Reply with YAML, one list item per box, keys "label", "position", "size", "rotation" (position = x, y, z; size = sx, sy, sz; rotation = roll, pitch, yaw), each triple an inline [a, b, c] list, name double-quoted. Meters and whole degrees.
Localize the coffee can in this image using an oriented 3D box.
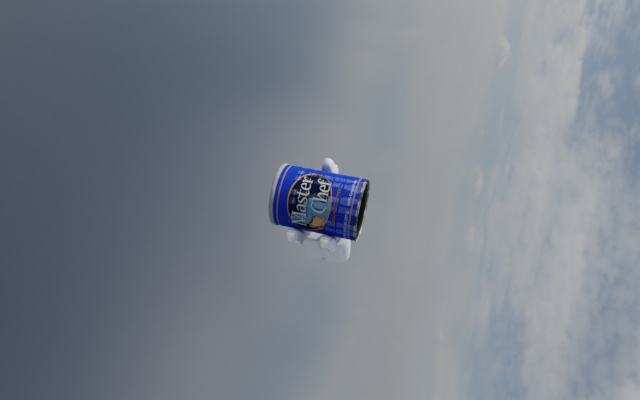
- label: "coffee can"
  position: [0.000, 0.002, 0.768]
  size: [0.140, 0.103, 0.103]
  rotation: [11, 2, 12]
